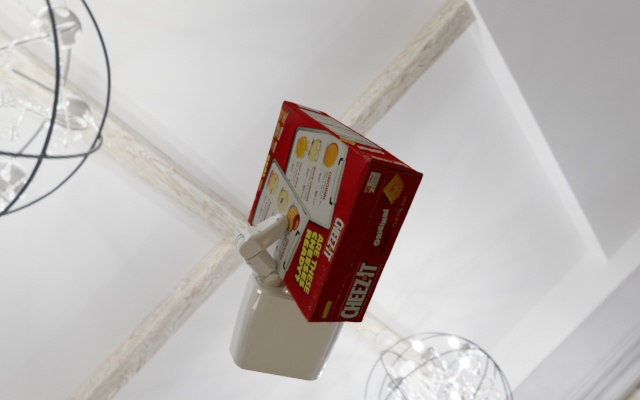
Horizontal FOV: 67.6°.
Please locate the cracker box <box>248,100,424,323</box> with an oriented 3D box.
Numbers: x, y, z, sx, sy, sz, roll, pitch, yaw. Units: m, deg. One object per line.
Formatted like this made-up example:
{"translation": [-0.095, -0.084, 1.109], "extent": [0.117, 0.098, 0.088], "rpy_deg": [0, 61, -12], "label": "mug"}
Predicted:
{"translation": [0.000, 0.002, 0.515], "extent": [0.072, 0.164, 0.213], "rpy_deg": [9, 20, -29], "label": "cracker box"}
